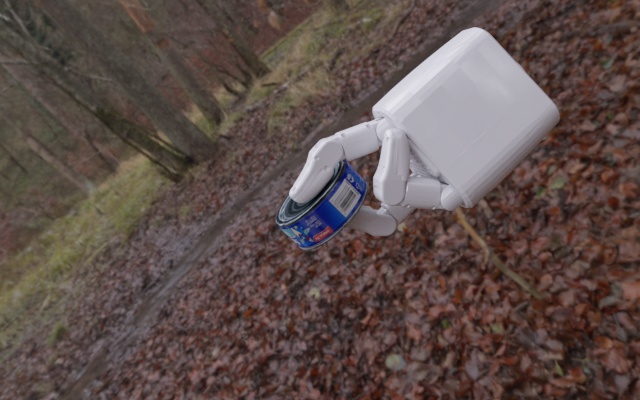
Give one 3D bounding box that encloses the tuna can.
[{"bbox_3d":[0.000,0.001,0.431,0.034,0.086,0.086,45,-18,-19],"label":"tuna can"}]
